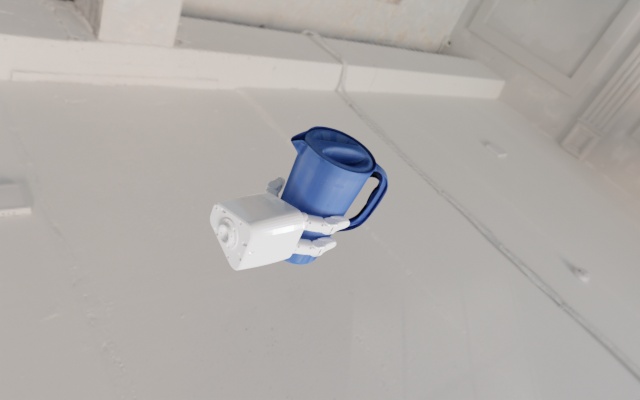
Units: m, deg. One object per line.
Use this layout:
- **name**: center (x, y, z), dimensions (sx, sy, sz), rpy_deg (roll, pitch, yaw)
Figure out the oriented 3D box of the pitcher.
- **pitcher**: center (0.000, 0.003, 0.864), dimensions (0.145, 0.243, 0.149), rpy_deg (-13, 50, -46)
